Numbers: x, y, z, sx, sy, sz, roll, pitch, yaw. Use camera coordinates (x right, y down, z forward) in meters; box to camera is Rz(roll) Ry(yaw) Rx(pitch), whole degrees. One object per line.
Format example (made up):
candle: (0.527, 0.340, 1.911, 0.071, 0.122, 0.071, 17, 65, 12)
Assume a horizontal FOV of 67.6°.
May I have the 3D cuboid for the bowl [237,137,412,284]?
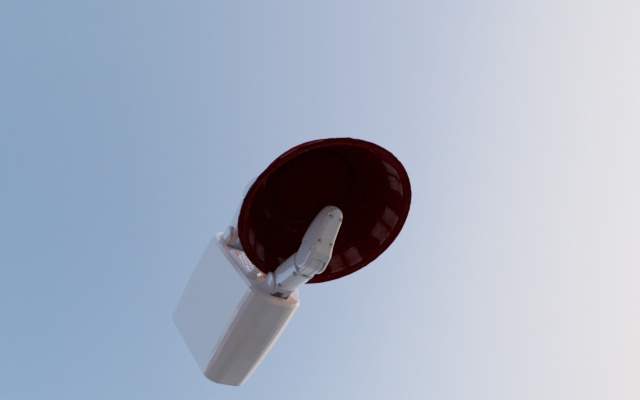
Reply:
bowl: (0.001, 0.000, 0.446, 0.162, 0.162, 0.055, 0, 35, -20)
